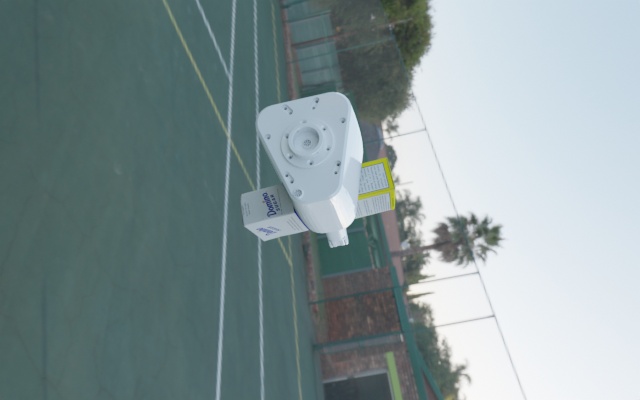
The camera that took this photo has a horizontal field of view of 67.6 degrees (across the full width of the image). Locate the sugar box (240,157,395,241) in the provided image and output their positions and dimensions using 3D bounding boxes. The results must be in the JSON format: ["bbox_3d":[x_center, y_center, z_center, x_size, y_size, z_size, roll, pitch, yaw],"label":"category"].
[{"bbox_3d":[0.000,0.001,0.576,0.176,0.048,0.093,-11,-18,5],"label":"sugar box"}]
